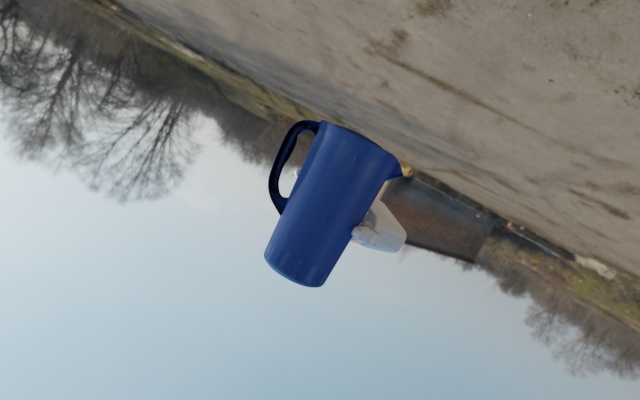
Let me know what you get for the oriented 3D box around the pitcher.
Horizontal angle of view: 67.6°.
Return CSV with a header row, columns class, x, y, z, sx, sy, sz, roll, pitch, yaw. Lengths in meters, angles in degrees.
class,x,y,z,sx,sy,sz,roll,pitch,yaw
pitcher,0.000,0.003,0.744,0.145,0.243,0.149,21,8,-47
